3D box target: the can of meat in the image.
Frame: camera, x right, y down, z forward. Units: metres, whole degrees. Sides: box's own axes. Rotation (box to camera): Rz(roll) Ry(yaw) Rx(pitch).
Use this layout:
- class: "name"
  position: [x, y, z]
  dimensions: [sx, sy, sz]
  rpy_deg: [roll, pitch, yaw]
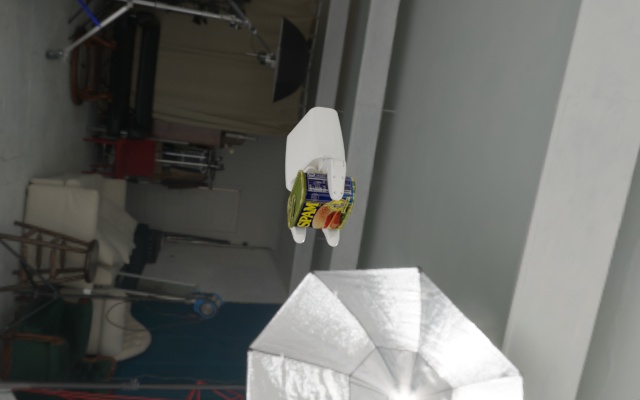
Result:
- class: "can of meat"
  position: [0.000, 0.002, 0.729]
  dimensions: [0.084, 0.057, 0.102]
  rpy_deg: [5, -35, -15]
